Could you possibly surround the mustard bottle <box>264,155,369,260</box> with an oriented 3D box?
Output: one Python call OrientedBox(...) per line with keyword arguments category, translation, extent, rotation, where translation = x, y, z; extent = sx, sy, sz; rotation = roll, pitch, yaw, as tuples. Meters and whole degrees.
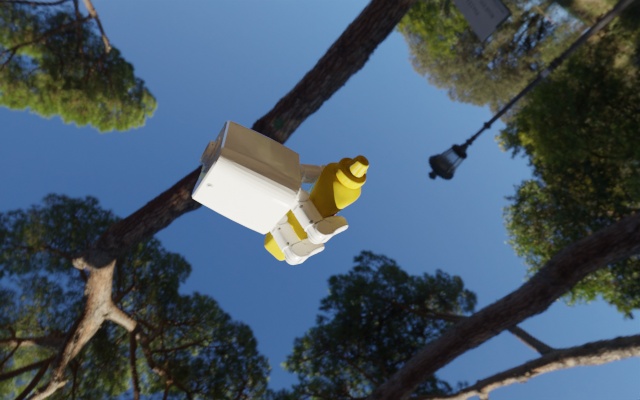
OrientedBox(category="mustard bottle", translation=(0.000, 0.002, 0.640), extent=(0.192, 0.058, 0.096), rotation=(-45, 2, 41))
